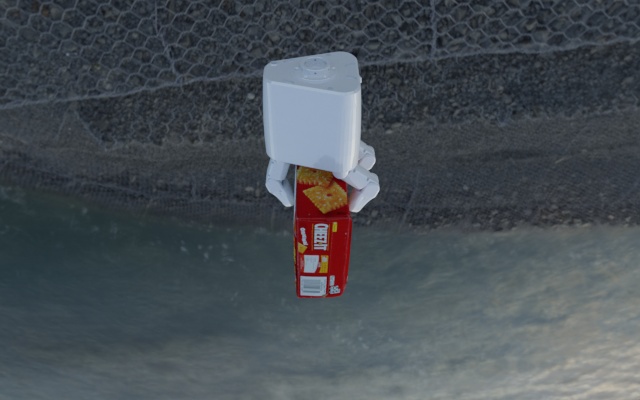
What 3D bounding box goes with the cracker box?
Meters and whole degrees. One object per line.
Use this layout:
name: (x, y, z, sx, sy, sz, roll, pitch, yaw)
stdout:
cracker box: (0.000, 0.002, 0.667, 0.072, 0.164, 0.213, 0, 45, -2)
